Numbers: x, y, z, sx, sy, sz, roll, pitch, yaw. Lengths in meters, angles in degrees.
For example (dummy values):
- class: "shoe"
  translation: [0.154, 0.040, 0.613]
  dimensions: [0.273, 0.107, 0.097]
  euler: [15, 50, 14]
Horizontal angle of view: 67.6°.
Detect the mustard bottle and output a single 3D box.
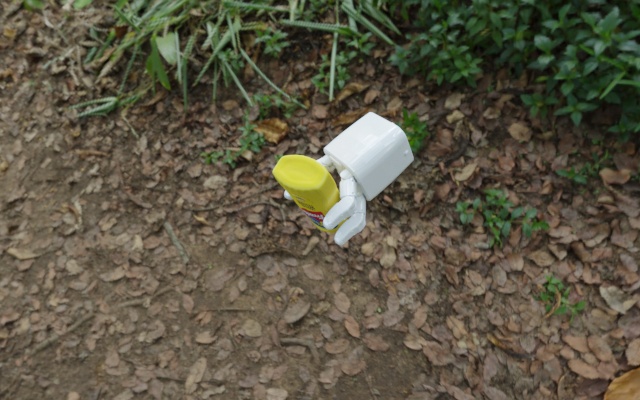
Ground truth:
- class: "mustard bottle"
  translation: [0.000, 0.003, 0.783]
  dimensions: [0.096, 0.058, 0.192]
  euler: [19, -20, 31]
